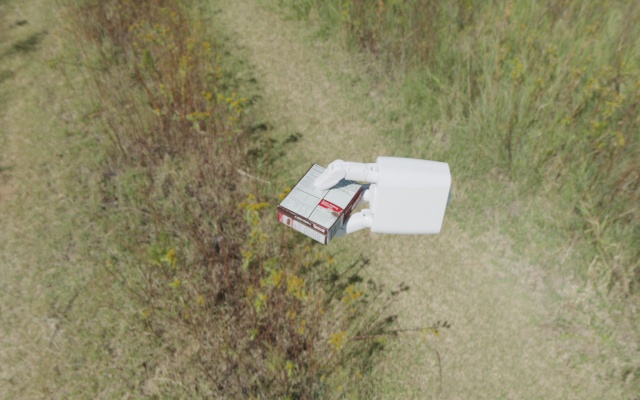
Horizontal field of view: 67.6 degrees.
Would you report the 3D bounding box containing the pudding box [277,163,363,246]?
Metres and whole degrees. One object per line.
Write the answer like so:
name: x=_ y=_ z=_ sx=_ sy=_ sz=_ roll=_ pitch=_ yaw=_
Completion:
pudding box: x=0.000 y=0.002 z=0.728 sx=0.090 sy=0.039 sz=0.113 roll=25 pitch=50 yaw=17
